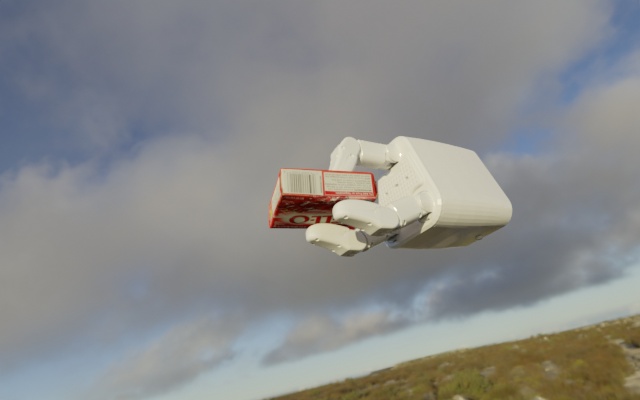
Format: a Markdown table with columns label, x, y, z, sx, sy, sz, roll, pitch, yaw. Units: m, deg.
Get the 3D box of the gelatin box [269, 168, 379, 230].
| label | x | y | z | sx | sy | sz | roll | pitch | yaw |
| --- | --- | --- | --- | --- | --- | --- | --- | --- | --- |
| gelatin box | 0.000 | 0.001 | 0.448 | 0.089 | 0.030 | 0.073 | 2 | -27 | -14 |
